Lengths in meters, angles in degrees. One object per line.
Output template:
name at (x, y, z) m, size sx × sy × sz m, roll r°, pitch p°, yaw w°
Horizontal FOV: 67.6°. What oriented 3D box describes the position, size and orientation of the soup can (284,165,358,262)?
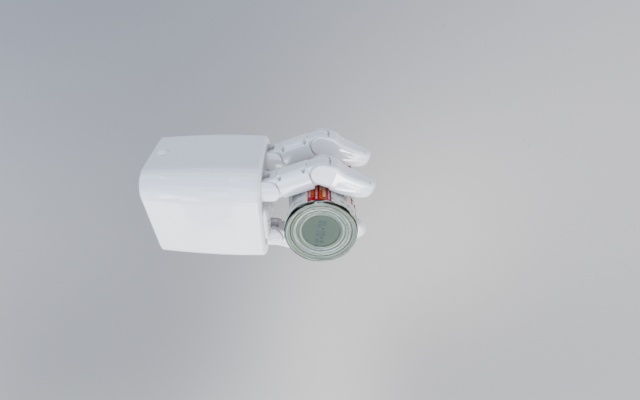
soup can at (0.001, 0.002, 0.464) m, size 0.068 × 0.068 × 0.102 m, roll 0°, pitch 33°, yaw 0°
